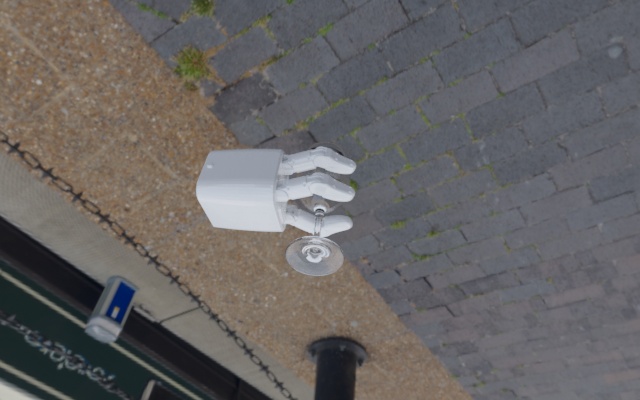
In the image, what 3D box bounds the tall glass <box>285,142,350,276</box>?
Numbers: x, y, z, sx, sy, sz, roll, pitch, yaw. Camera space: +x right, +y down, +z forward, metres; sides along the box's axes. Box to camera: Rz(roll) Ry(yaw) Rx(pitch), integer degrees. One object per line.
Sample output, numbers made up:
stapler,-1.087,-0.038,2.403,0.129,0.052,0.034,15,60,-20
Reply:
tall glass,0.000,0.003,0.663,0.079,0.079,0.200,0,43,7
